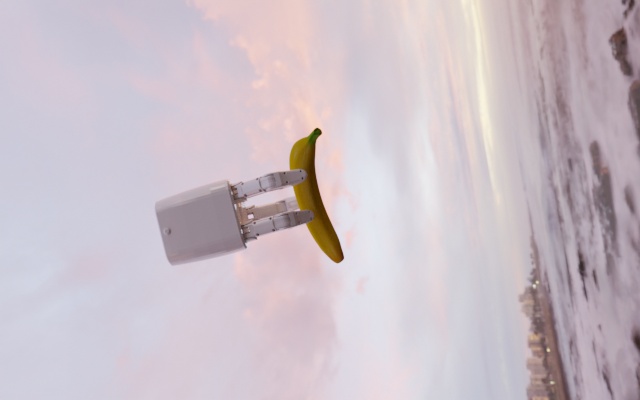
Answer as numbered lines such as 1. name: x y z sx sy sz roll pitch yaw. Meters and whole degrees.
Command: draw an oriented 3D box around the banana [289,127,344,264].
1. banana: -0.010 -0.004 0.675 0.037 0.198 0.069 -21 21 -25
